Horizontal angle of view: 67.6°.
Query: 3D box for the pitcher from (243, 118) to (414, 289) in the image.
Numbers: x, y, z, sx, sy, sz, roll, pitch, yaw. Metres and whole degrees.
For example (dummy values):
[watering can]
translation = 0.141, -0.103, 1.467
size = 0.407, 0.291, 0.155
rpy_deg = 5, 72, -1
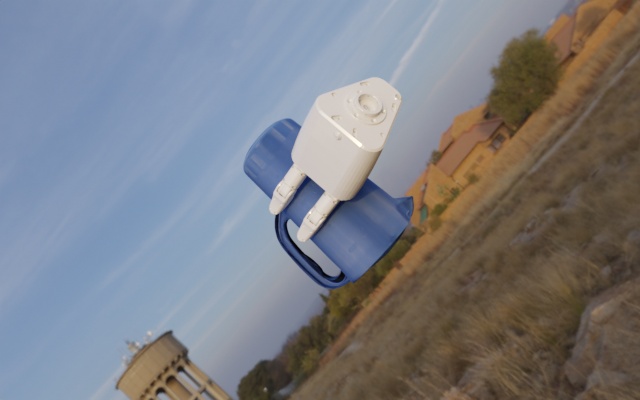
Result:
[pitcher]
translation = 0.000, 0.002, 0.700
size = 0.149, 0.243, 0.145
rpy_deg = -44, -8, -30
